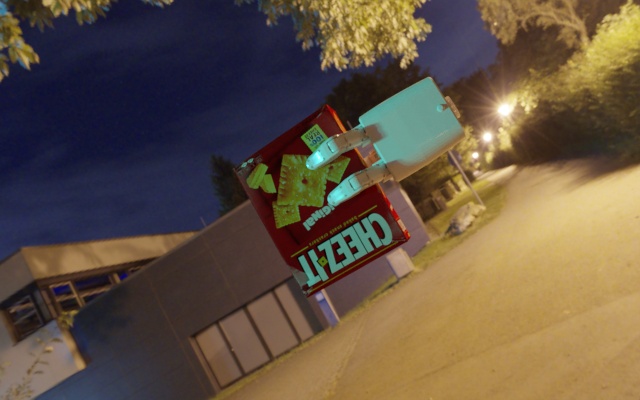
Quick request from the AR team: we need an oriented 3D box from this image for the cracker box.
[{"bbox_3d":[0.000,0.002,0.667,0.164,0.213,0.072,-32,-7,12],"label":"cracker box"}]
